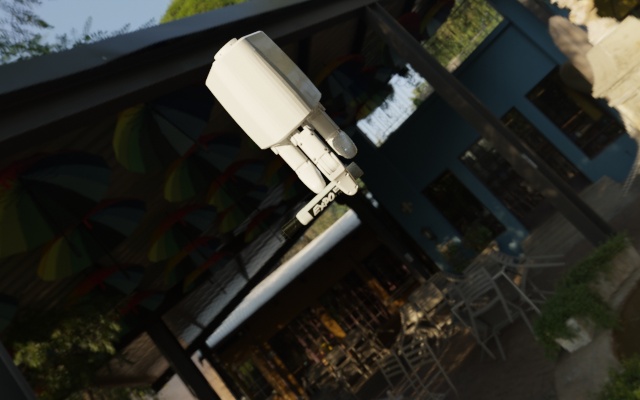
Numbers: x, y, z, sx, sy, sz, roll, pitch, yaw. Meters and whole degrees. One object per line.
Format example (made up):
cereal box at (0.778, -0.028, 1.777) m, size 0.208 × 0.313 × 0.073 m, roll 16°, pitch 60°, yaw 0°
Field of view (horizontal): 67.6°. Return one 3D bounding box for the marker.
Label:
marker at (0.000, 0.002, 0.562) m, size 0.121 × 0.020 × 0.020 m, roll -42°, pitch -3°, yaw 3°
